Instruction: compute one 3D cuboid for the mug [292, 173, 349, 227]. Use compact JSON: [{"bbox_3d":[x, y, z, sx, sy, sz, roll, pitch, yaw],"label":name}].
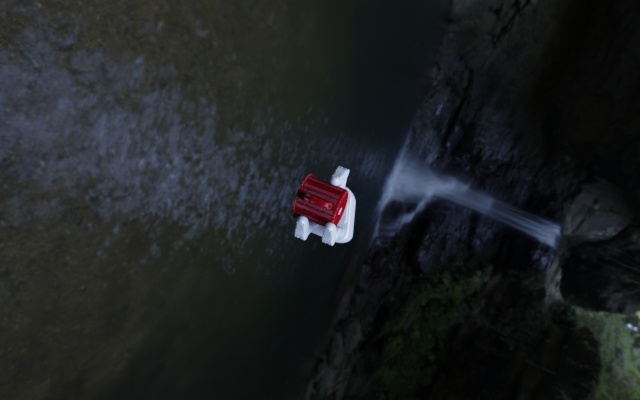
[{"bbox_3d":[0.000,0.003,0.896,0.081,0.093,0.117,21,-2,13],"label":"mug"}]
